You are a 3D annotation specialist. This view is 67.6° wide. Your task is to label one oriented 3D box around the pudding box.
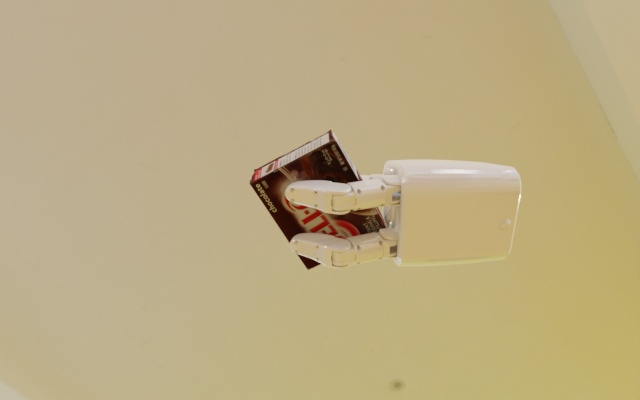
[{"bbox_3d":[0.000,0.001,0.460,0.090,0.113,0.039,-27,22,11],"label":"pudding box"}]
